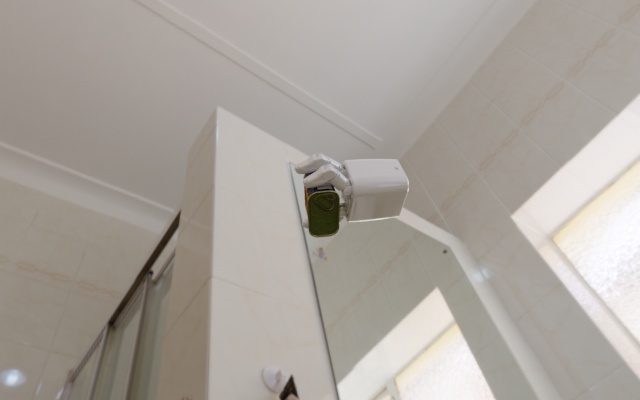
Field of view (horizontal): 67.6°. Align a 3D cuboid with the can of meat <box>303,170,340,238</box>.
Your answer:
[{"bbox_3d":[0.000,0.003,0.888,0.057,0.102,0.084,-6,36,-7],"label":"can of meat"}]
